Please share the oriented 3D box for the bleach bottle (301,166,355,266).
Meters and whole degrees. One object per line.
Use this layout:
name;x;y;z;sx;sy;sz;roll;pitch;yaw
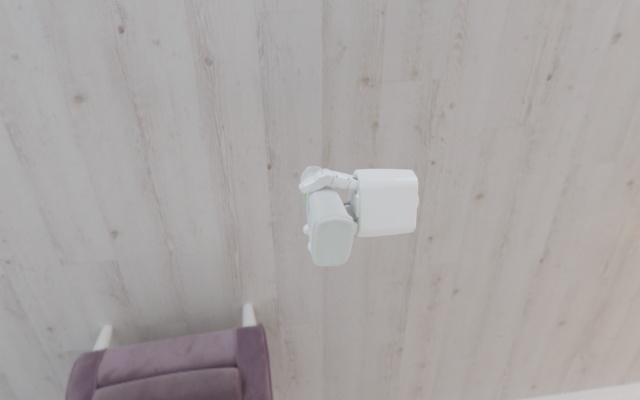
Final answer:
bleach bottle;0.000;0.003;0.857;0.068;0.103;0.250;-1;32;-10
